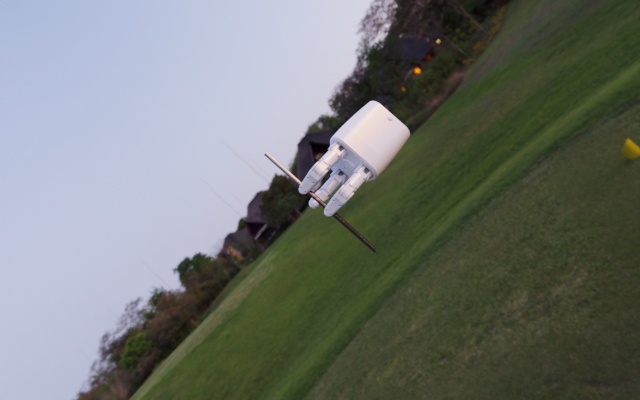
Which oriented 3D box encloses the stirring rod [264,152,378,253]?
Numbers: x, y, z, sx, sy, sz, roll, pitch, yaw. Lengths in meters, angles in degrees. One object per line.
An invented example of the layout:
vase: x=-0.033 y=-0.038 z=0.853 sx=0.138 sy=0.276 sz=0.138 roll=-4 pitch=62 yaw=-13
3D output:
stirring rod: x=0.000 y=0.003 z=0.778 sx=0.239 sy=0.011 sz=0.011 roll=42 pitch=2 yaw=2
